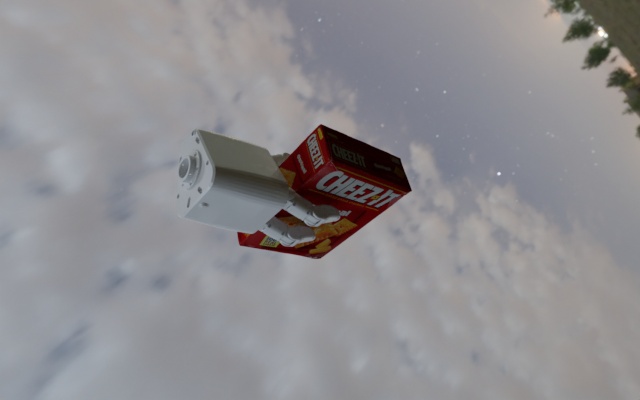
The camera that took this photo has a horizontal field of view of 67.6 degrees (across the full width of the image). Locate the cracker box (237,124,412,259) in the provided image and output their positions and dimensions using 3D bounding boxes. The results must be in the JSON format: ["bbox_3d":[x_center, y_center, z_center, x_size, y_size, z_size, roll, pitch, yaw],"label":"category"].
[{"bbox_3d":[0.000,0.002,0.703,0.164,0.072,0.214,16,-43,-39],"label":"cracker box"}]
